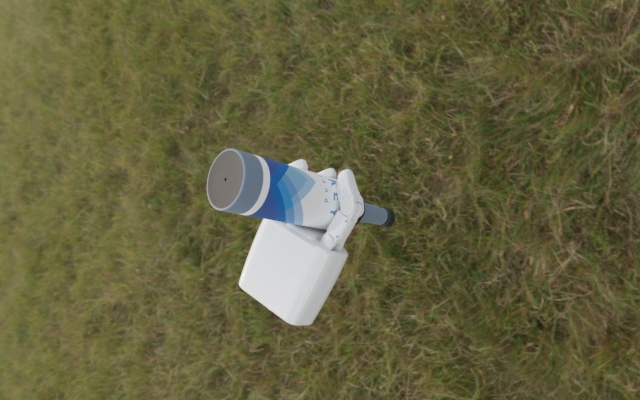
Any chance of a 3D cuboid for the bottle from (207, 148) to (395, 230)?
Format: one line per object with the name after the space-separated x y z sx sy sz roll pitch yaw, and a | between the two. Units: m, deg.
0.000 0.002 0.602 0.069 0.069 0.296 0 -9 43 | bottle
